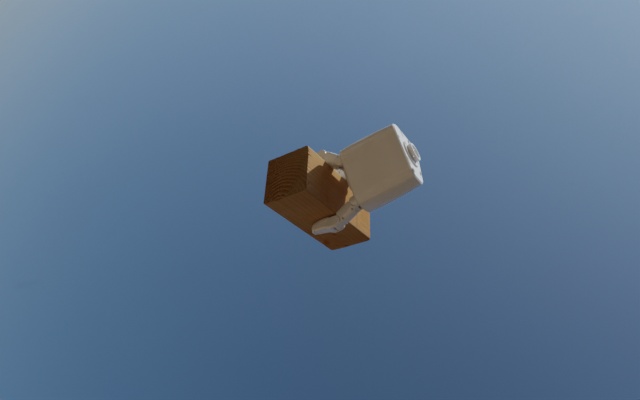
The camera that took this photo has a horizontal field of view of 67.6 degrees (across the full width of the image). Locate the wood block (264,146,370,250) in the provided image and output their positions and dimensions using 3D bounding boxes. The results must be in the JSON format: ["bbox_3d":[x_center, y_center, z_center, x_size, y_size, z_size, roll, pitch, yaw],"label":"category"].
[{"bbox_3d":[0.001,0.003,0.859,0.090,0.090,0.206,-18,-37,30],"label":"wood block"}]
